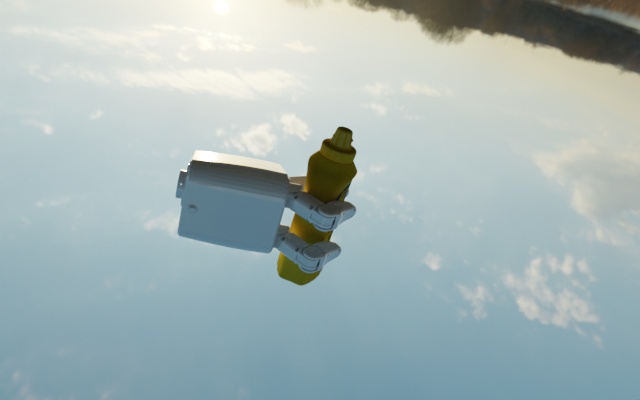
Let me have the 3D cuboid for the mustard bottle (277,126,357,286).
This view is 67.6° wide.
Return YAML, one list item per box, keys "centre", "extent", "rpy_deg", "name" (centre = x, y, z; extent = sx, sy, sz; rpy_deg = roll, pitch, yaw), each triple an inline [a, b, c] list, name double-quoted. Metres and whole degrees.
- centre: [0.000, 0.002, 0.572]
  extent: [0.058, 0.192, 0.096]
  rpy_deg: [22, 27, 8]
  name: "mustard bottle"
